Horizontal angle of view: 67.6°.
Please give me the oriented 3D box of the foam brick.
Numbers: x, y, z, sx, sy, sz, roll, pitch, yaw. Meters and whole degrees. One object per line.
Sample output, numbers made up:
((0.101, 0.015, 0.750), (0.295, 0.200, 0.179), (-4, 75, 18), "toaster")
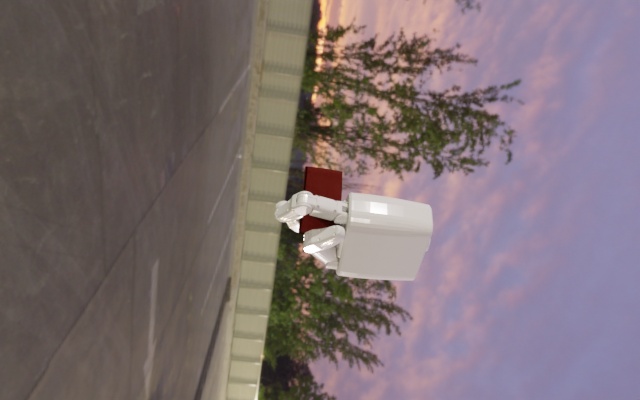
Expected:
((0.000, 0.002, 0.639), (0.051, 0.078, 0.053), (6, -35, -2), "foam brick")
